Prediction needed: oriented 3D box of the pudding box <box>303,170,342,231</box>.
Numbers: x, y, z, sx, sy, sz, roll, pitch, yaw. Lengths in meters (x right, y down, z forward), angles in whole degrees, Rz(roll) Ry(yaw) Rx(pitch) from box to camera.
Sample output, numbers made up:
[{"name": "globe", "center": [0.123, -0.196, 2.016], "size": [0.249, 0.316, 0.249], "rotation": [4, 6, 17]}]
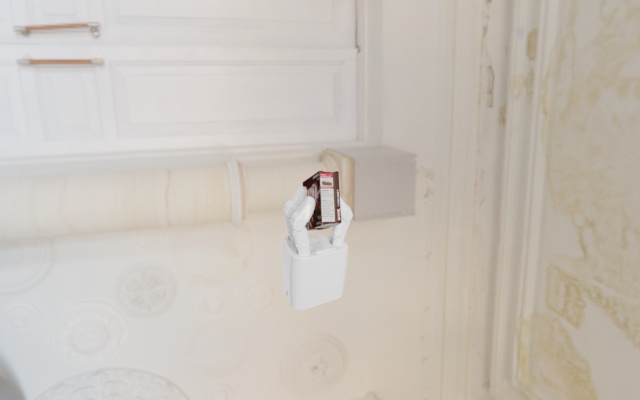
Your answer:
[{"name": "pudding box", "center": [0.000, 0.003, 0.815], "size": [0.039, 0.090, 0.113], "rotation": [-1, -8, -19]}]
